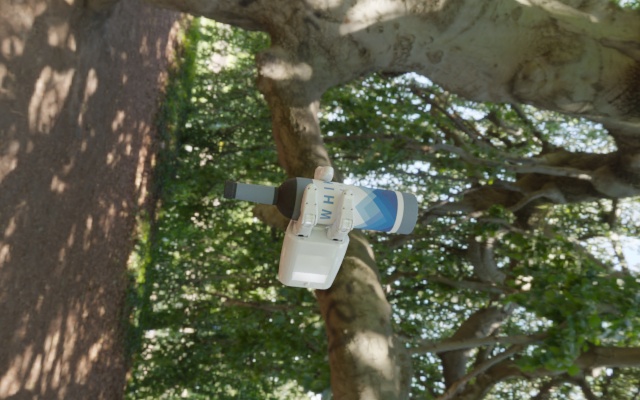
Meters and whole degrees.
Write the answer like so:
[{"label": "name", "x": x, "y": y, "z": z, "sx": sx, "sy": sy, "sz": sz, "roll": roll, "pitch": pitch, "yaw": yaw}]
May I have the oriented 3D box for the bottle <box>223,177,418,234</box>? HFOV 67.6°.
[{"label": "bottle", "x": 0.000, "y": 0.002, "z": 0.738, "sx": 0.296, "sy": 0.069, "sz": 0.069, "roll": 8, "pitch": -2, "yaw": -11}]
